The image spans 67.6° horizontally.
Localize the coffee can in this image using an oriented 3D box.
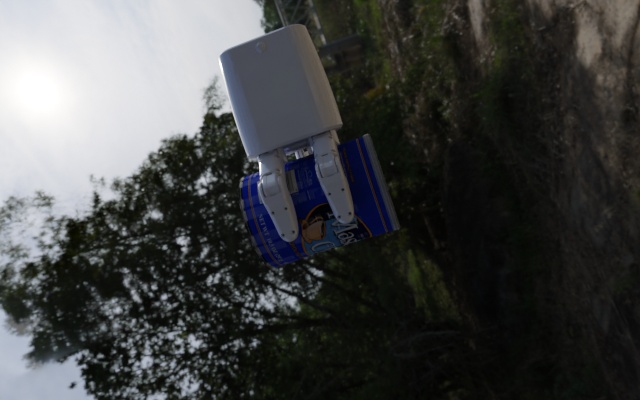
[{"bbox_3d":[0.000,0.002,0.498,0.140,0.103,0.103,-18,-3,7],"label":"coffee can"}]
